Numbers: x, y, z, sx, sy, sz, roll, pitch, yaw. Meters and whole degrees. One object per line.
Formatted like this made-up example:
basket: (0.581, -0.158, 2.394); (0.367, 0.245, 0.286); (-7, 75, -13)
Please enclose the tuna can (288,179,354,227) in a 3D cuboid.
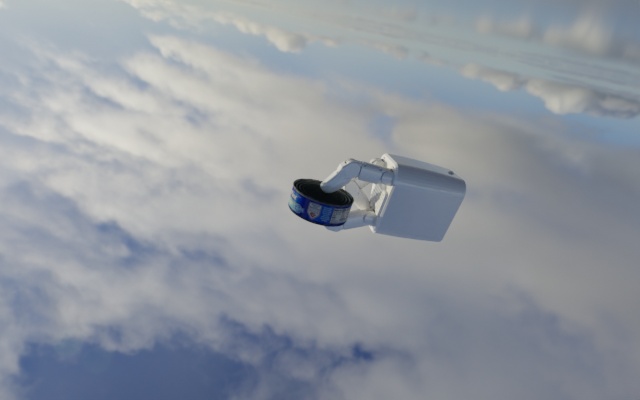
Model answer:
tuna can: (0.000, 0.003, 0.651); (0.086, 0.034, 0.086); (15, 20, -6)
